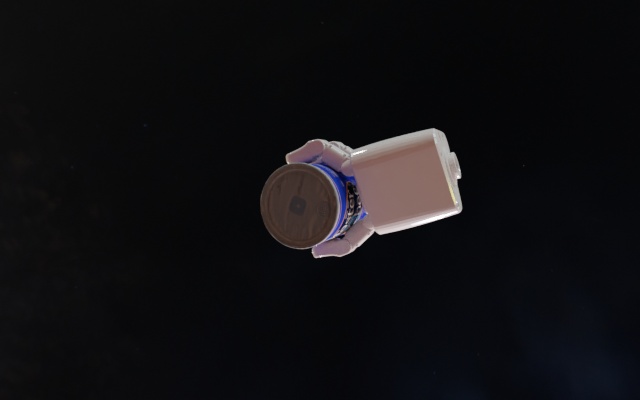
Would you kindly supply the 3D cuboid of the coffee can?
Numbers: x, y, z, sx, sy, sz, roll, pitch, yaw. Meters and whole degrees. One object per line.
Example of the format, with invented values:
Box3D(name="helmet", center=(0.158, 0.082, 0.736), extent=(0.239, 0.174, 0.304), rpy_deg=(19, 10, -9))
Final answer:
Box3D(name="coffee can", center=(0.000, 0.002, 0.628), extent=(0.103, 0.103, 0.140), rpy_deg=(0, 4, 23))
